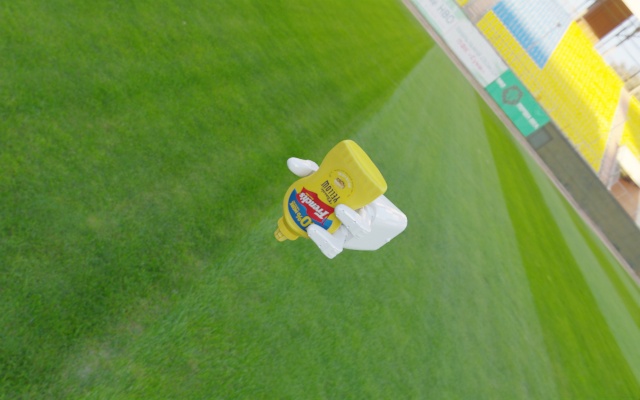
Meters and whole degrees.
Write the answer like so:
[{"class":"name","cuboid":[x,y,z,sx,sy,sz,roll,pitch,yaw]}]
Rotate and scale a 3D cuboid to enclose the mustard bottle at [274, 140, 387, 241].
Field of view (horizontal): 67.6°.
[{"class":"mustard bottle","cuboid":[0.000,0.002,0.721,0.192,0.096,0.058,-40,-5,25]}]
